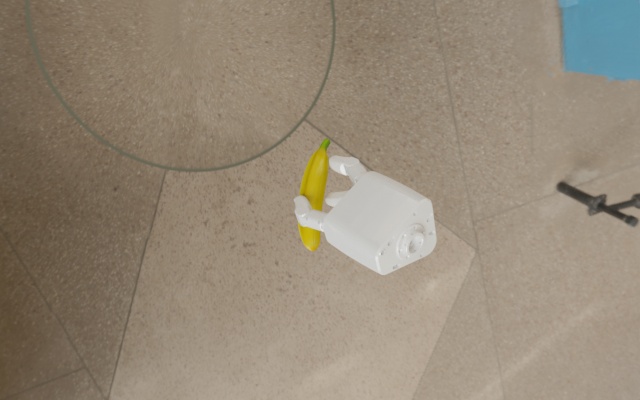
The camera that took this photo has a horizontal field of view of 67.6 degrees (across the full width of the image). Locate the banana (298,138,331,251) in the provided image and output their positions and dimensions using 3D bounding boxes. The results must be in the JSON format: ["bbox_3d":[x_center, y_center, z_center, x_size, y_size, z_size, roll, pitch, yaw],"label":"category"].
[{"bbox_3d":[-0.009,0.004,0.763,0.037,0.198,0.069,20,25,25],"label":"banana"}]
